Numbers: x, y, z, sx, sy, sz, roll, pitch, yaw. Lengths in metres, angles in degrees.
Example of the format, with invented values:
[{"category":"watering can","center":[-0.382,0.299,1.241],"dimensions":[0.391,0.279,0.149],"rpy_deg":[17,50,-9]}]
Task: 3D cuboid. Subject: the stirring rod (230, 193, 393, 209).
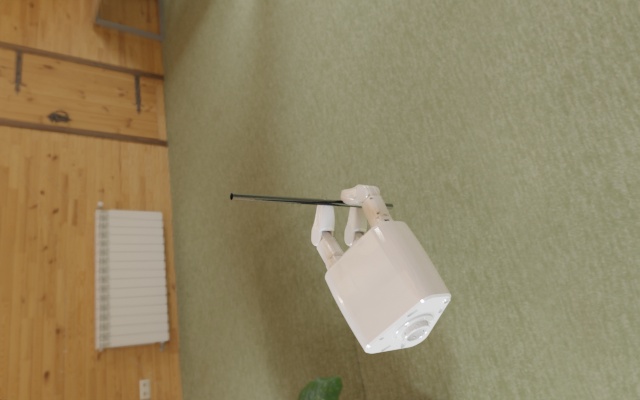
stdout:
[{"category":"stirring rod","center":[0.000,0.002,0.597],"dimensions":[0.239,0.011,0.011],"rpy_deg":[4,-2,-35]}]
